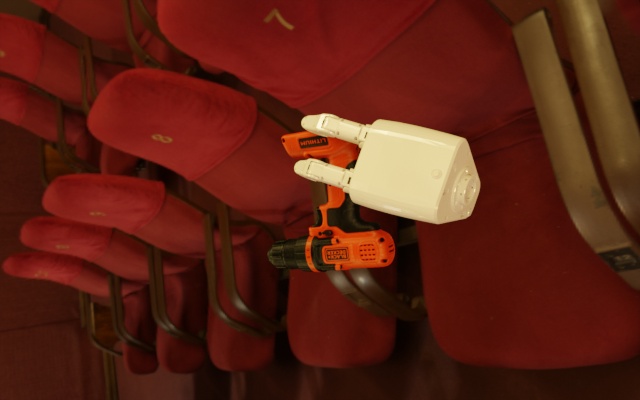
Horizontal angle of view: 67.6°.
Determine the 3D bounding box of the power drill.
[{"bbox_3d":[0.000,0.002,0.633,0.184,0.187,0.057,-6,5,27],"label":"power drill"}]
